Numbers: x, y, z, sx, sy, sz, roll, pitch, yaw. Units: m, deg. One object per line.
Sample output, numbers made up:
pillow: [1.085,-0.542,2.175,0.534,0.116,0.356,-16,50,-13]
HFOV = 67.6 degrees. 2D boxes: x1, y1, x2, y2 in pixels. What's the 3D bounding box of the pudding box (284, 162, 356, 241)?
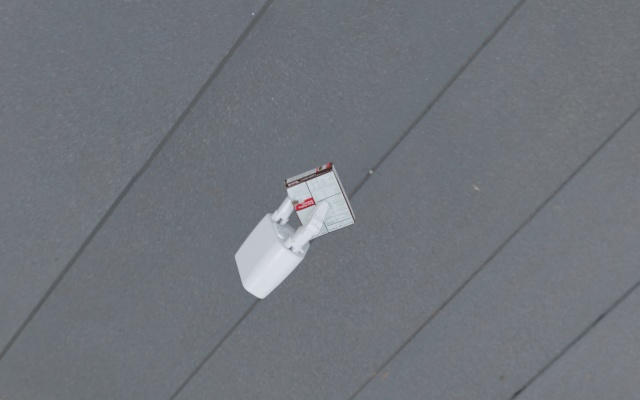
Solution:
pudding box: [0.000,0.003,0.818,0.090,0.113,0.039,-21,25,5]
